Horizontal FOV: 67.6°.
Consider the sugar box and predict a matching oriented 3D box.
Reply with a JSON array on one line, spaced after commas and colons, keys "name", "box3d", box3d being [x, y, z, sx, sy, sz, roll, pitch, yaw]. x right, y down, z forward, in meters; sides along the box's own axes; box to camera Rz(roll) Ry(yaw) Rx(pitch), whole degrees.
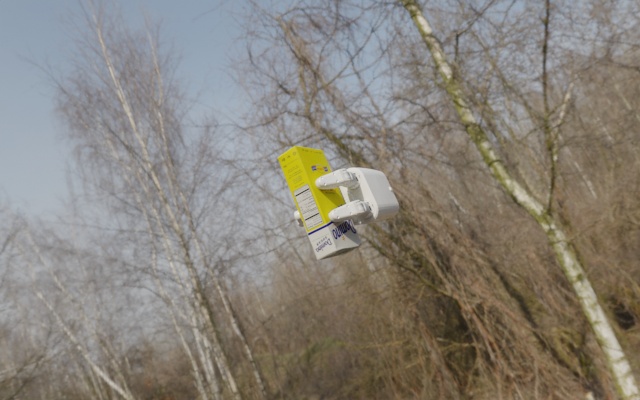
[{"name": "sugar box", "box3d": [0.001, 0.002, 0.761, 0.048, 0.176, 0.093, -31, -13, 27]}]
